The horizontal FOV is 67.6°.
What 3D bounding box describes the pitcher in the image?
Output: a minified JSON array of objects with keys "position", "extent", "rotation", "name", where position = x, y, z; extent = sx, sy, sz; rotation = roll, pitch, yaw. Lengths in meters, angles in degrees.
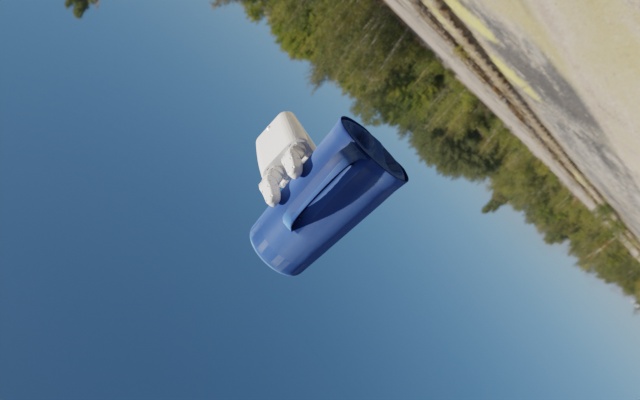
[{"position":[0.000,0.002,0.715],"extent":[0.149,0.243,0.145],"rotation":[31,23,-32],"name":"pitcher"}]
